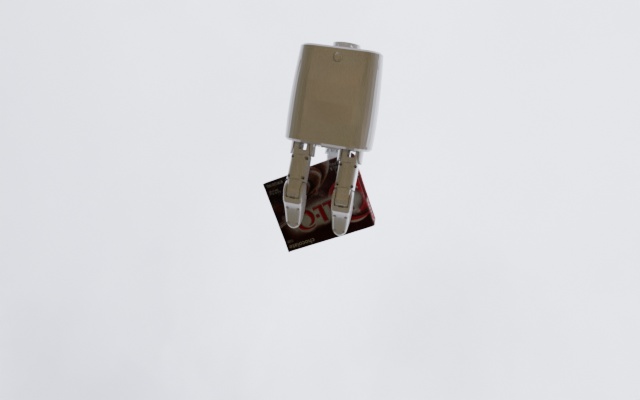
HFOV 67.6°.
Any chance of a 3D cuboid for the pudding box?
[{"bbox_3d":[0.000,0.002,0.575,0.113,0.090,0.039,-18,7,14],"label":"pudding box"}]
